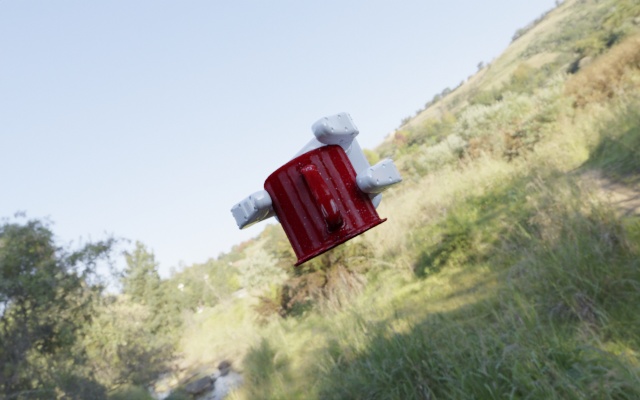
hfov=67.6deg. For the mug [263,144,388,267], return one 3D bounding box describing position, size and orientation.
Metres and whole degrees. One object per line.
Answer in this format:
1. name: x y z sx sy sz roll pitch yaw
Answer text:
1. mug: 0.000 0.001 0.417 0.093 0.081 0.117 -27 -6 -1
